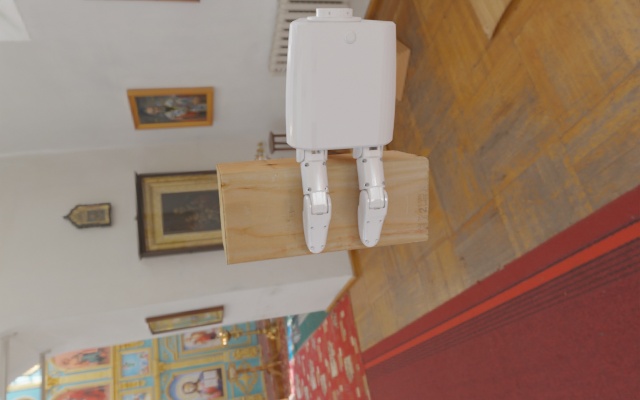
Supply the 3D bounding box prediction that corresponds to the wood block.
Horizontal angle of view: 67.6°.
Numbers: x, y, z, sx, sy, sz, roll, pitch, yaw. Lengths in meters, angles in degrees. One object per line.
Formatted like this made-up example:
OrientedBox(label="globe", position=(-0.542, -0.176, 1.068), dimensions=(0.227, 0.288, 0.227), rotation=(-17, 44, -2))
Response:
OrientedBox(label="wood block", position=(0.000, 0.001, 0.504), dimensions=(0.206, 0.090, 0.091), rotation=(-5, 12, -14))
